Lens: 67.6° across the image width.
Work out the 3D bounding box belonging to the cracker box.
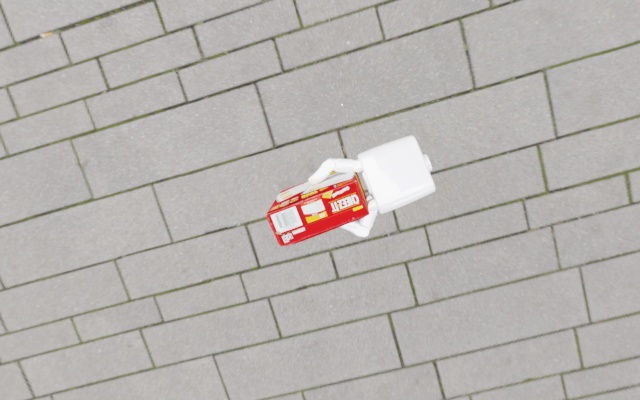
[{"bbox_3d":[0.000,0.003,0.886,0.164,0.072,0.213,-21,10,6],"label":"cracker box"}]
